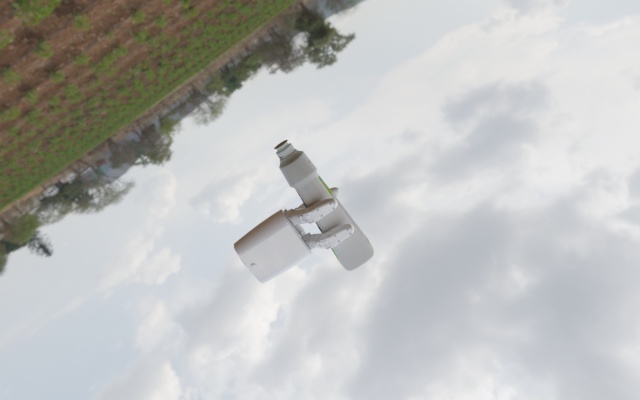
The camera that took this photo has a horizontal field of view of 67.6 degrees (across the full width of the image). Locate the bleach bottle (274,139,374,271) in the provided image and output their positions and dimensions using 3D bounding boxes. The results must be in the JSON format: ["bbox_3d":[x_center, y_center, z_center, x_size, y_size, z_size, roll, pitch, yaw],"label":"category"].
[{"bbox_3d":[0.000,0.003,0.832,0.068,0.251,0.102,-34,20,1],"label":"bleach bottle"}]
